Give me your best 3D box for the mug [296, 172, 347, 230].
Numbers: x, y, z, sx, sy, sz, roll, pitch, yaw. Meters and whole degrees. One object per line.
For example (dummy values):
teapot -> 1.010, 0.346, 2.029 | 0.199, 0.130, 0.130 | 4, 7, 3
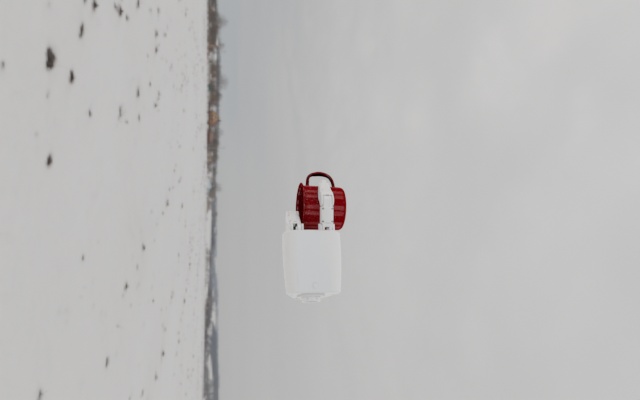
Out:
mug -> 0.000, 0.002, 0.897 | 0.081, 0.117, 0.093 | 2, -17, -12
